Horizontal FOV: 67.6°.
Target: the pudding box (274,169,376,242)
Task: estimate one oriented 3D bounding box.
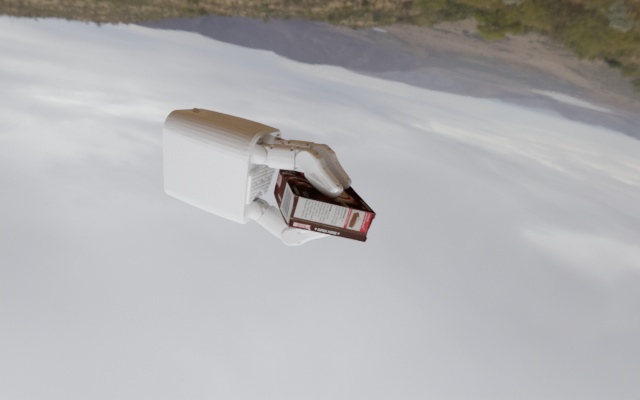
[{"bbox_3d":[0.000,0.002,0.529,0.090,0.039,0.113,12,18,-16],"label":"pudding box"}]
